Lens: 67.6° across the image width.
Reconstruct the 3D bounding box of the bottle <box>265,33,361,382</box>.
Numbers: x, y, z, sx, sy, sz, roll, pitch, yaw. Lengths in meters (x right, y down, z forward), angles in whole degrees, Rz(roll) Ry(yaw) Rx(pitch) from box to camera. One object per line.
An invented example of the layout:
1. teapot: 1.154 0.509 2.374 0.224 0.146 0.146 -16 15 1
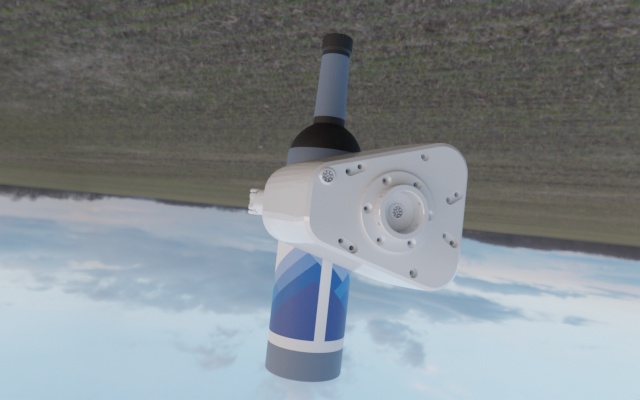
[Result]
1. bottle: 0.000 0.002 0.423 0.069 0.295 0.069 6 -2 0
